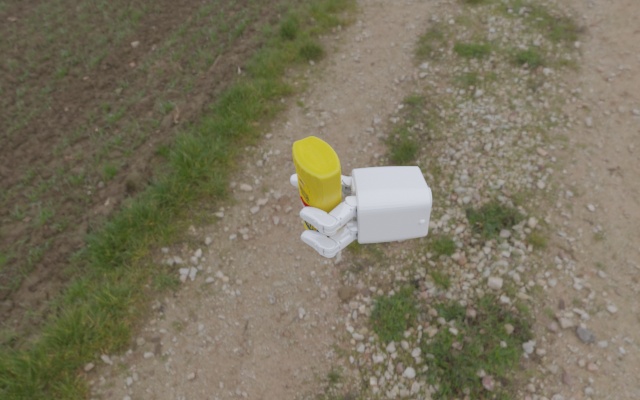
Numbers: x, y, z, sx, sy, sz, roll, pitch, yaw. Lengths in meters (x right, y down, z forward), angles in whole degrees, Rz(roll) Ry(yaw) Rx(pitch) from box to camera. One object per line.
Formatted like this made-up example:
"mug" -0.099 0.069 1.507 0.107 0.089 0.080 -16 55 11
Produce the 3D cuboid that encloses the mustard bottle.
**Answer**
"mustard bottle" 0.000 0.002 0.732 0.058 0.192 0.096 -23 48 -16
